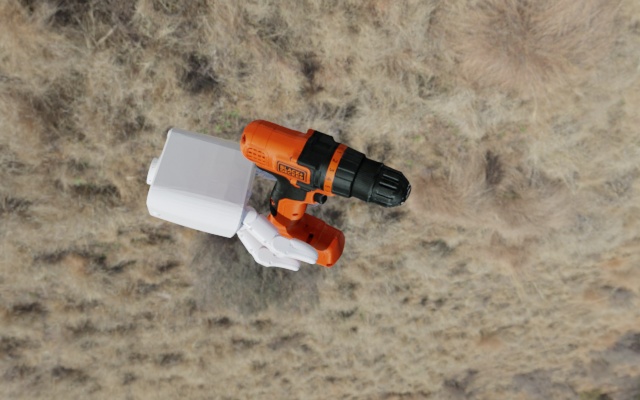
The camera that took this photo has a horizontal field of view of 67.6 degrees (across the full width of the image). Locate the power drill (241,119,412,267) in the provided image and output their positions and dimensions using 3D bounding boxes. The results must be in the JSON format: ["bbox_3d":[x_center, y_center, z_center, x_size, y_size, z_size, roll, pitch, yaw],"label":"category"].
[{"bbox_3d":[0.000,0.002,0.549,0.184,0.057,0.188,22,-36,11],"label":"power drill"}]
